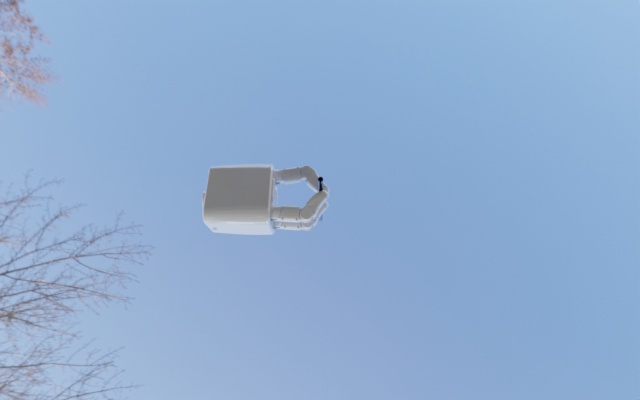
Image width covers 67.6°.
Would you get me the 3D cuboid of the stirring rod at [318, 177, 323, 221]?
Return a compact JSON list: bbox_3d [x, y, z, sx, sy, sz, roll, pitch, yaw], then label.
[{"bbox_3d":[0.000,0.003,0.827,0.011,0.011,0.240,0,-17,0],"label":"stirring rod"}]
